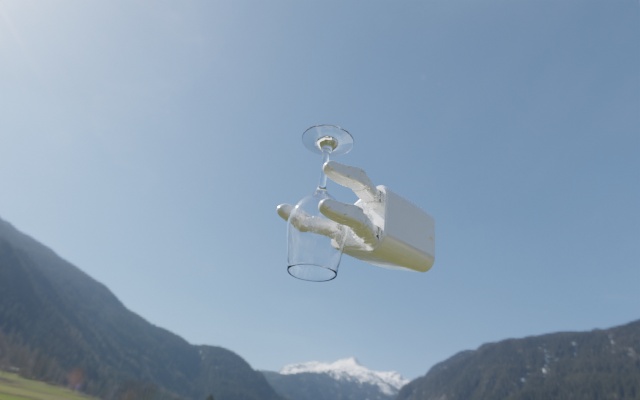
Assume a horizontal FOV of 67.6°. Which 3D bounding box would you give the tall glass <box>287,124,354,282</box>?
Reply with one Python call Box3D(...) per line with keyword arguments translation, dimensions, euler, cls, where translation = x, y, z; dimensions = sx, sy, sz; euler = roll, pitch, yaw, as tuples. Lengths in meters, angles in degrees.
Box3D(translation=(0.000, 0.001, 0.630), dimensions=(0.079, 0.201, 0.079), euler=(6, -28, 3), cls="tall glass")
